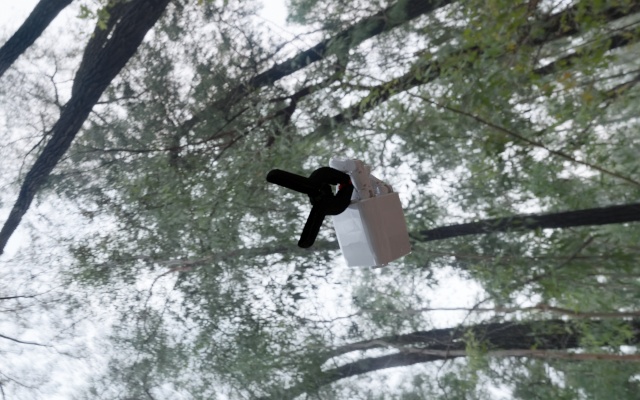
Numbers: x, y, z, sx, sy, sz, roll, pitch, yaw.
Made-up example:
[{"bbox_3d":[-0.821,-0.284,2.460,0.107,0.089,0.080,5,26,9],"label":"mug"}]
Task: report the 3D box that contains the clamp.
[{"bbox_3d":[0.000,0.002,0.724,0.171,0.120,0.039,-13,-4,-45],"label":"clamp"}]
